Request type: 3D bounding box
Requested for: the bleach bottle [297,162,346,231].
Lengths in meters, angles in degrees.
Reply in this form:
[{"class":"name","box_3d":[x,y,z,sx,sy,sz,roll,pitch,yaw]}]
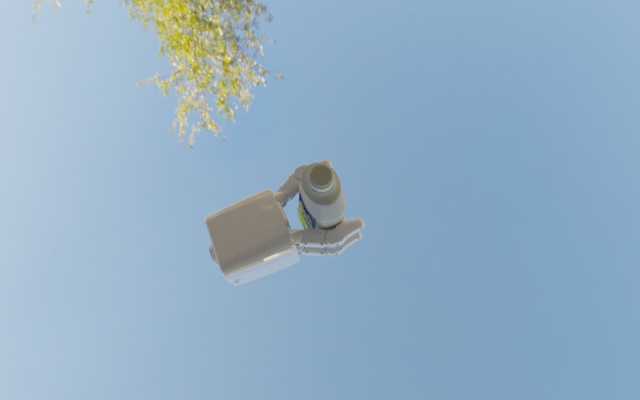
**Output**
[{"class":"bleach bottle","box_3d":[0.000,0.002,0.706,0.068,0.102,0.251,-22,-18,-6]}]
